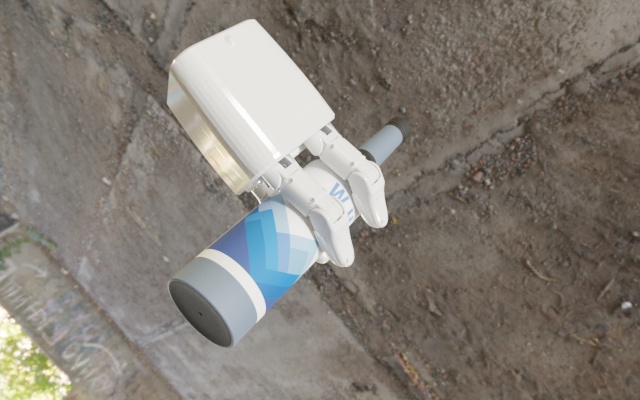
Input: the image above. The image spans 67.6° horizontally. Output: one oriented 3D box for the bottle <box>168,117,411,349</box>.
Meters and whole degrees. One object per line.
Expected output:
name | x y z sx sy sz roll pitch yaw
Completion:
bottle | 0.000 0.002 0.428 0.069 0.069 0.295 0 33 44
